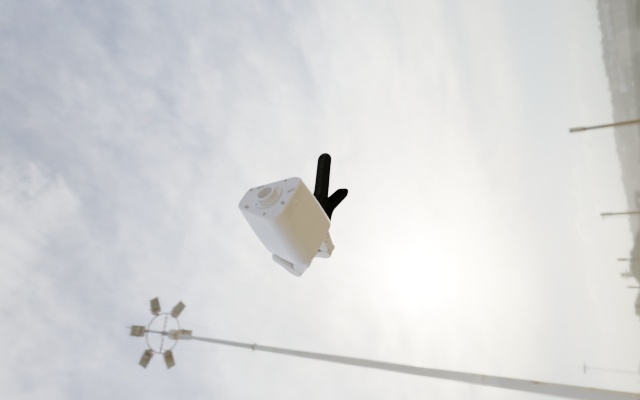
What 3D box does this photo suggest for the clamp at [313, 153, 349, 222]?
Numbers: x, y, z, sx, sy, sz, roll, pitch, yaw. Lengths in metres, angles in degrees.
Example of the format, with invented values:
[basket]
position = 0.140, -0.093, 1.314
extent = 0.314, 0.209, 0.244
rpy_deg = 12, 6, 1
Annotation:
[clamp]
position = 0.000, 0.003, 0.852
extent = 0.039, 0.171, 0.120
rpy_deg = -1, -44, 31
